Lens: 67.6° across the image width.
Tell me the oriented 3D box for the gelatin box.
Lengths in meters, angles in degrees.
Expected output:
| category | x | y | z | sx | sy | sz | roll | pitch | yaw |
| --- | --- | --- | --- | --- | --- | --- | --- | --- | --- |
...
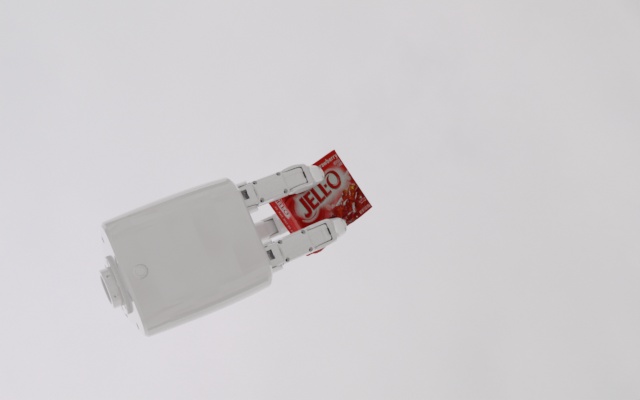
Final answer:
| category | x | y | z | sx | sy | sz | roll | pitch | yaw |
| --- | --- | --- | --- | --- | --- | --- | --- | --- | --- |
| gelatin box | 0.000 | 0.002 | 0.481 | 0.089 | 0.073 | 0.030 | -37 | 5 | -35 |
